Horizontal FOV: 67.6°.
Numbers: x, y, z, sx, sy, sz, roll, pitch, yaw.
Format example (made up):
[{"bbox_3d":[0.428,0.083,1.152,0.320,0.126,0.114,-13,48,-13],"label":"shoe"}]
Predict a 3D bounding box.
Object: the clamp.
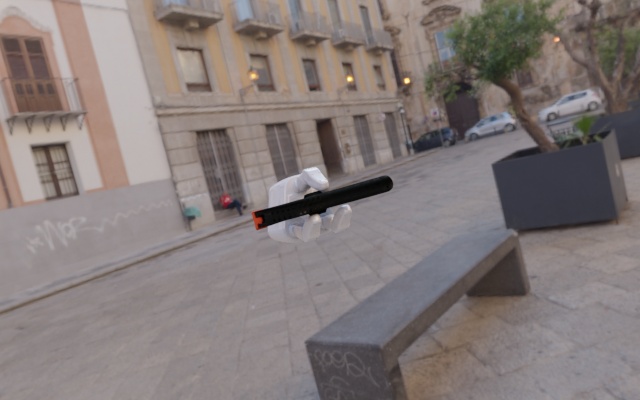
[{"bbox_3d":[-0.001,0.002,0.740,0.210,0.036,0.164,-16,-1,-24],"label":"clamp"}]
